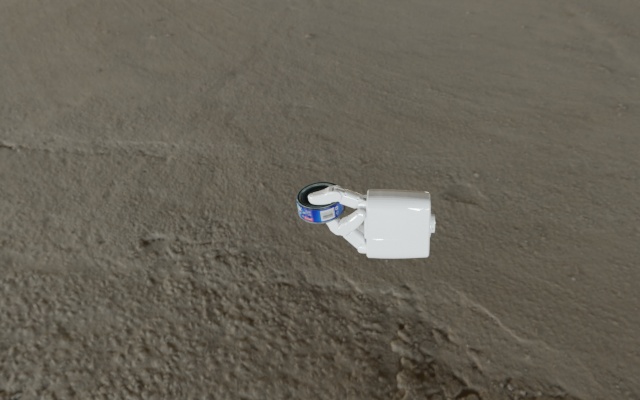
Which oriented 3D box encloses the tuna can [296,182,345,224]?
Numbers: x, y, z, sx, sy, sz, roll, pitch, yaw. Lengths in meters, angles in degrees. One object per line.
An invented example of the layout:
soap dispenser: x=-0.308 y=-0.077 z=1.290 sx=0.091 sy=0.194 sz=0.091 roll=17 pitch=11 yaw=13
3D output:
tuna can: x=0.000 y=0.002 z=0.857 sx=0.086 sy=0.034 sz=0.086 roll=-6 pitch=35 yaw=4
